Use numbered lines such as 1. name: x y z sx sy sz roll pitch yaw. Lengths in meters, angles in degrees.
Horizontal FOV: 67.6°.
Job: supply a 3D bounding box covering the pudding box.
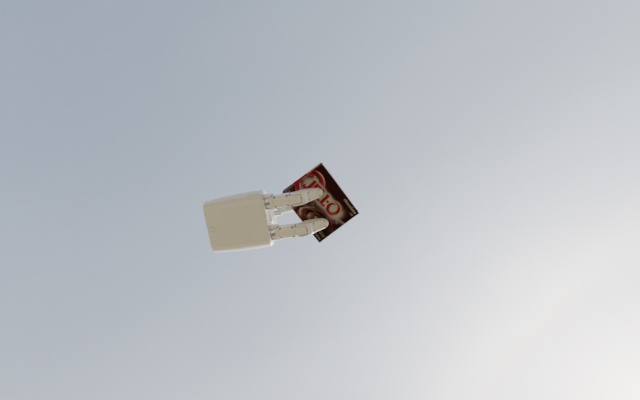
1. pudding box: 0.000 0.003 0.848 0.090 0.113 0.039 -37 9 7
